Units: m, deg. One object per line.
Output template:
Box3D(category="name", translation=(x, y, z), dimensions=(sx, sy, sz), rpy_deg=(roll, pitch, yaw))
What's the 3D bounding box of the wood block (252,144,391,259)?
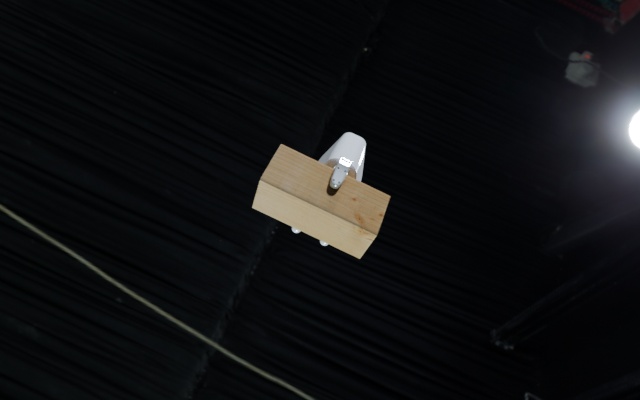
Box3D(category="wood block", translation=(0.000, 0.002, 0.811), dimensions=(0.206, 0.090, 0.091), rpy_deg=(25, -37, 0))
